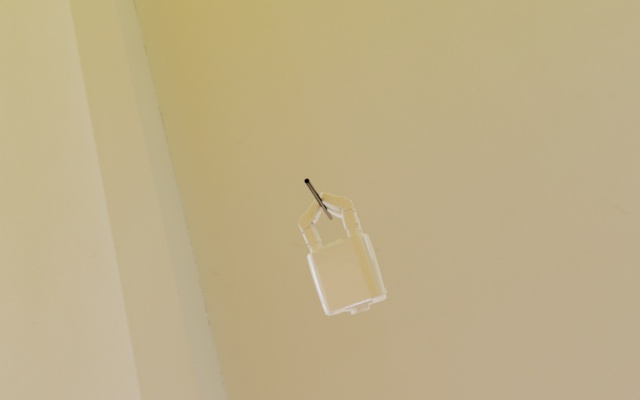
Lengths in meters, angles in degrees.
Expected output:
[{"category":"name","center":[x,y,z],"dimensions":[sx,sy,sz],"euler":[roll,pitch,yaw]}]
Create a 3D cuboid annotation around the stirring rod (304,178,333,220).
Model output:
[{"category":"stirring rod","center":[0.000,0.003,0.813],"dimensions":[0.011,0.011,0.239],"euler":[0,-15,10]}]
